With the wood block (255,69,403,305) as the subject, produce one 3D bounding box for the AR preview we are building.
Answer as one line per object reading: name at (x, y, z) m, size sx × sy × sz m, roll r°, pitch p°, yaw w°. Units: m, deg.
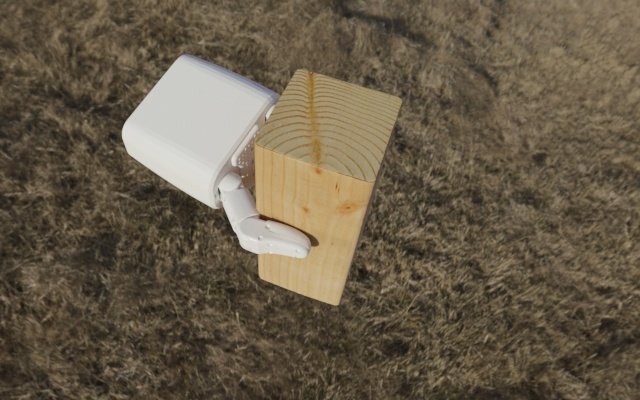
wood block at (0.000, 0.001, 0.430) m, size 0.090 × 0.090 × 0.206 m, roll 19°, pitch -35°, yaw 7°
